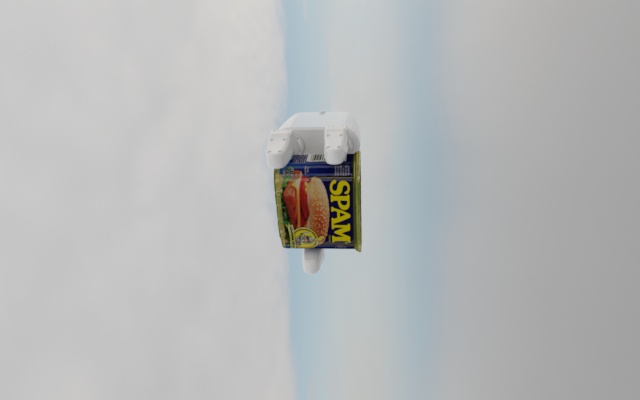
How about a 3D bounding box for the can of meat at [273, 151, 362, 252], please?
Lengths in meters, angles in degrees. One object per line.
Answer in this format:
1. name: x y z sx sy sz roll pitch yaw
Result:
1. can of meat: 0.000 0.002 0.491 0.084 0.102 0.057 0 26 6
